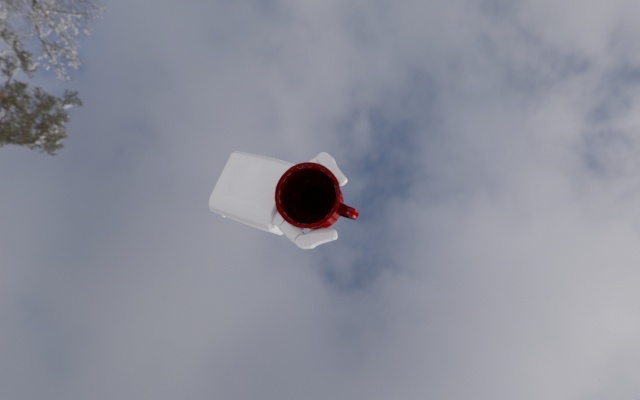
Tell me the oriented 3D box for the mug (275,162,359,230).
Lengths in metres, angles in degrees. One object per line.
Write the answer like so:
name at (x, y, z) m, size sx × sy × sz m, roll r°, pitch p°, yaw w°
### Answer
mug at (0.002, 0.003, 0.691) m, size 0.117 × 0.093 × 0.081 m, roll 17°, pitch -6°, yaw 13°
